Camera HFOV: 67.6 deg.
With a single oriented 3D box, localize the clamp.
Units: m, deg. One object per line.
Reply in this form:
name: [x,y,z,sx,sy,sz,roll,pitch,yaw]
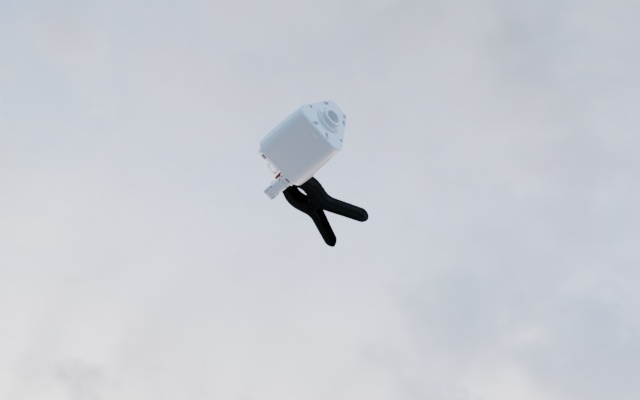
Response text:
clamp: [0.000,0.002,0.831,0.120,0.171,0.039,-34,17,39]
